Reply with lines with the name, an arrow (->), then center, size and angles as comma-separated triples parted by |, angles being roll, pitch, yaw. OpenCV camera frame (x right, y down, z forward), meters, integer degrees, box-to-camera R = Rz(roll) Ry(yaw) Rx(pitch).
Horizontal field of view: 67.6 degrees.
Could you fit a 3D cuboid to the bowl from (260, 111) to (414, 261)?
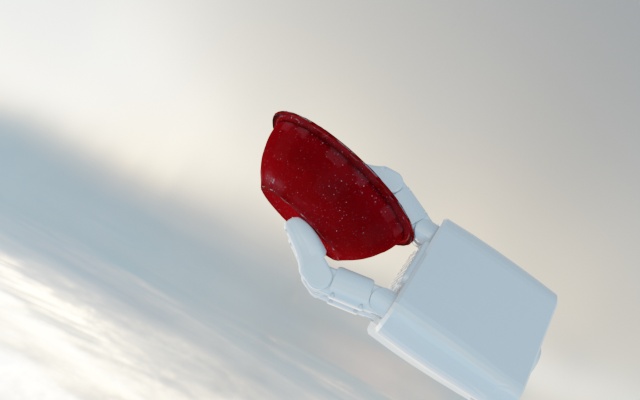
bowl -> -0.001, 0.001, 0.411 | 0.162, 0.055, 0.162 | 42, -12, 11
